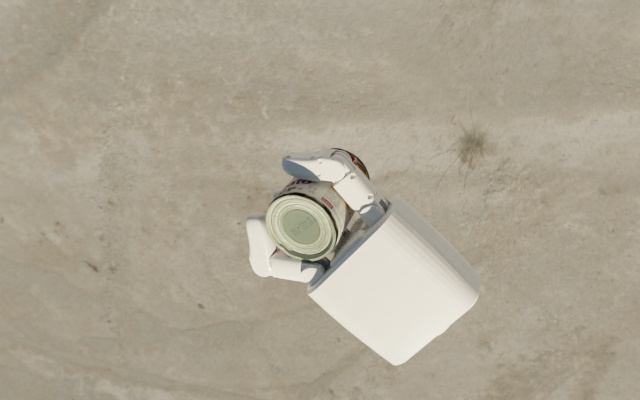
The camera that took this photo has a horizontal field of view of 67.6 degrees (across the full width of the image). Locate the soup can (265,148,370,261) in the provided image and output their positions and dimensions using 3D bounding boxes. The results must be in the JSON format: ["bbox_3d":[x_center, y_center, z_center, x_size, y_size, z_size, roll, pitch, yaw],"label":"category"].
[{"bbox_3d":[0.000,0.001,0.442,0.068,0.068,0.102,0,27,23],"label":"soup can"}]
